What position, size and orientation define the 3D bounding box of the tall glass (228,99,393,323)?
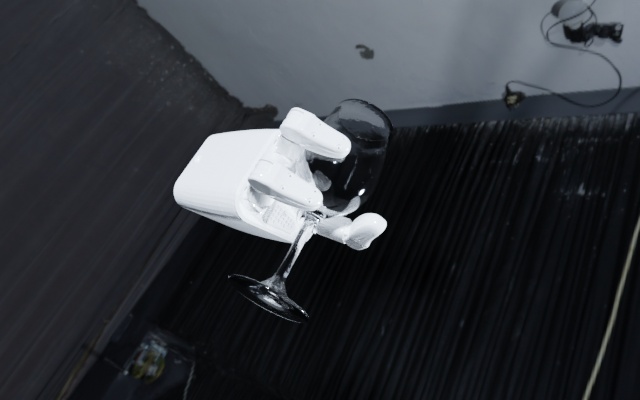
[{"bbox_3d":[0.000,0.002,0.427,0.079,0.201,0.079,23,-25,12],"label":"tall glass"}]
